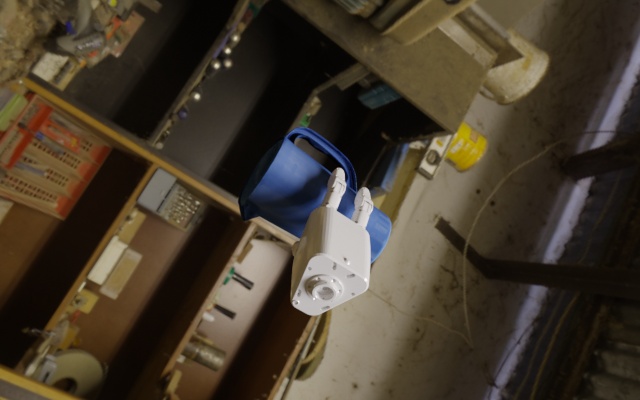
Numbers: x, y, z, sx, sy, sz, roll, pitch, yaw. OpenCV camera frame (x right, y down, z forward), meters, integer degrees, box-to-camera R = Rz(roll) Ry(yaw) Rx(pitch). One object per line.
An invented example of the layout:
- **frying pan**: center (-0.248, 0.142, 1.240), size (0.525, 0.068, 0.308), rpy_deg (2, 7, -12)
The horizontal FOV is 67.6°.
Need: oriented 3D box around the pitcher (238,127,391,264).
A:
- **pitcher**: center (0.000, 0.003, 0.796), size (0.243, 0.149, 0.145), rpy_deg (33, 27, -16)
